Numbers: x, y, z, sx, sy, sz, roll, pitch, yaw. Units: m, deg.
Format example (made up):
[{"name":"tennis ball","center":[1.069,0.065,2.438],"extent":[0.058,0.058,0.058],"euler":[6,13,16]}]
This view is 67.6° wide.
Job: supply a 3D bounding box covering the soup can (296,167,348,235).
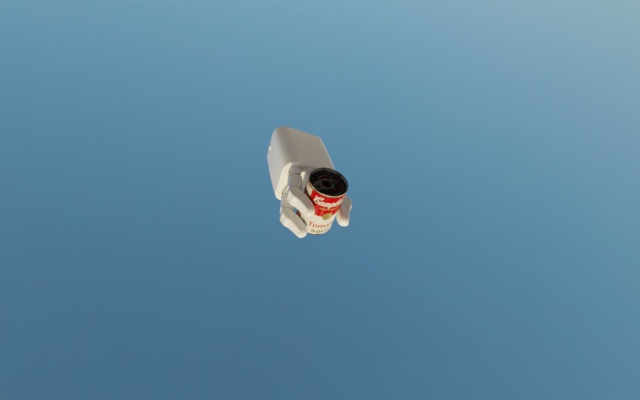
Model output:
[{"name":"soup can","center":[0.000,0.003,0.822],"extent":[0.068,0.068,0.102],"euler":[0,-42,-22]}]
